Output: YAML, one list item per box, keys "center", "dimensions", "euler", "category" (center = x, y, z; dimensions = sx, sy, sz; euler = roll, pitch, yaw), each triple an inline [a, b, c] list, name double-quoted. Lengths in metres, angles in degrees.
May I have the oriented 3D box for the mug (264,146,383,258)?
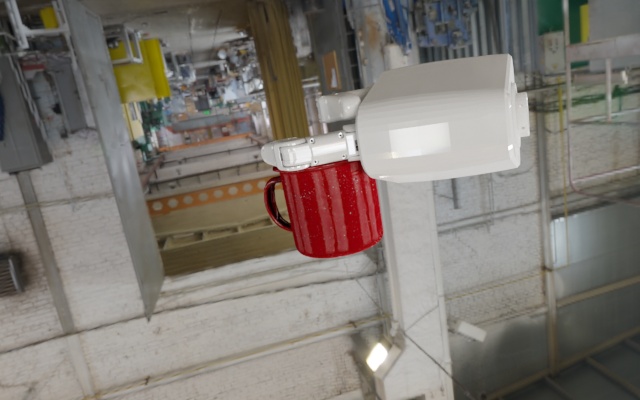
- center: [-0.001, 0.002, 0.432]
  dimensions: [0.117, 0.081, 0.093]
  euler: [-5, 14, 26]
  category: "mug"
